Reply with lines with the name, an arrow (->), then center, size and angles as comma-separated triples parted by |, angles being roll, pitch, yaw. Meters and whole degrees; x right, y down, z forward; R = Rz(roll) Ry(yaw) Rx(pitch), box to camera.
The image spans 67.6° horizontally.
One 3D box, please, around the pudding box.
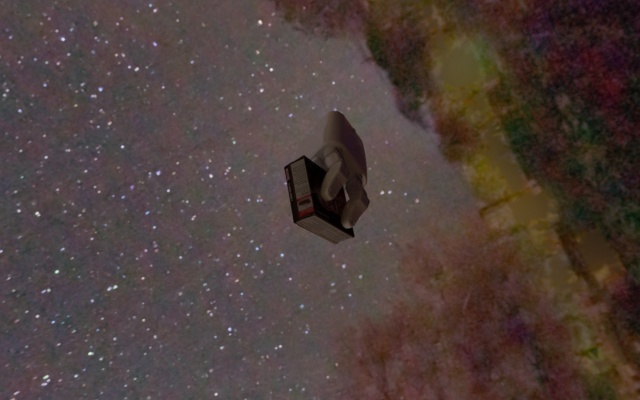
pudding box -> 0.000, 0.002, 0.656 | 0.039, 0.090, 0.113 | -26, -30, 24
